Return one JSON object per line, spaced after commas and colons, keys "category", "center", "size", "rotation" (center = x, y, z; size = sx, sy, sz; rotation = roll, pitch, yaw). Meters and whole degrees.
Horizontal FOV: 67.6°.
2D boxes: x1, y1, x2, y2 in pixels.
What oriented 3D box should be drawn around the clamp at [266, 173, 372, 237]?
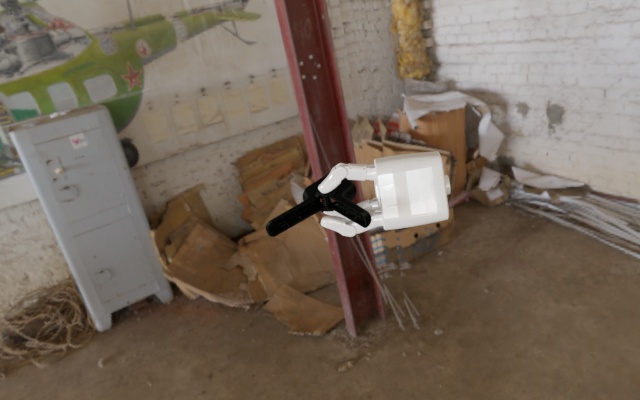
{"category": "clamp", "center": [0.000, 0.002, 0.804], "size": [0.164, 0.036, 0.210], "rotation": [-8, 23, 7]}
